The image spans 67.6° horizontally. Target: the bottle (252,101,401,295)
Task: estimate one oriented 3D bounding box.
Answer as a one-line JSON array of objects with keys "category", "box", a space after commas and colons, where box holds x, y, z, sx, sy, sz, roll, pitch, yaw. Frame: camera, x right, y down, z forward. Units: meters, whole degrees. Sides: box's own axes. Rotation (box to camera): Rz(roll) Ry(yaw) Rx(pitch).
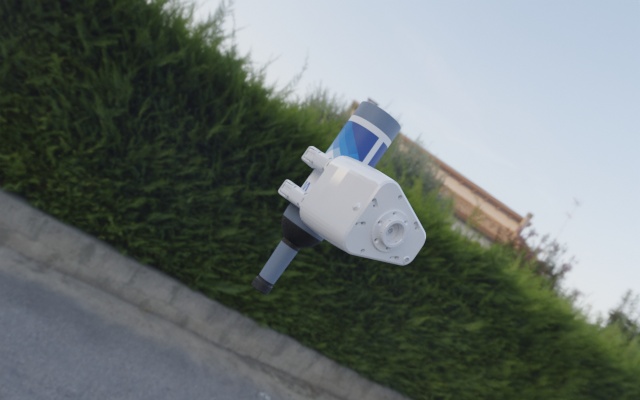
[{"category": "bottle", "box": [0.000, 0.002, 0.661, 0.069, 0.295, 0.069, 35, -1, 1]}]
